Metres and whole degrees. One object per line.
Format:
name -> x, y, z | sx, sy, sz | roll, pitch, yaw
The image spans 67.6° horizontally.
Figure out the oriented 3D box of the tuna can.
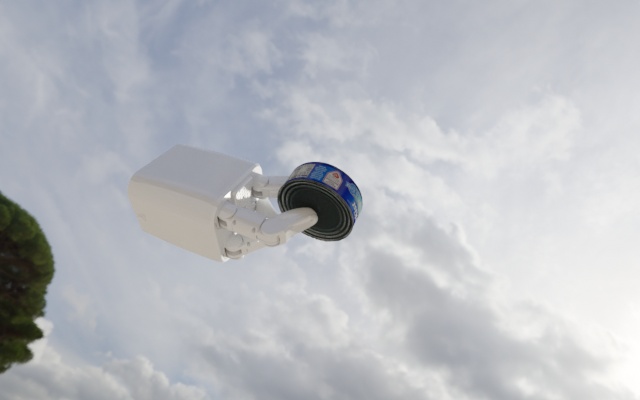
tuna can -> 0.000, 0.001, 0.500 | 0.086, 0.086, 0.033 | 0, 41, 33
